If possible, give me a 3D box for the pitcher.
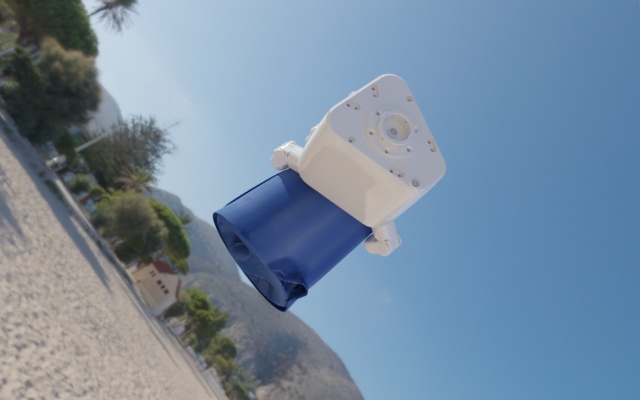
[{"bbox_3d":[0.000,0.002,0.569,0.242,0.149,0.145,-36,-6,-22],"label":"pitcher"}]
